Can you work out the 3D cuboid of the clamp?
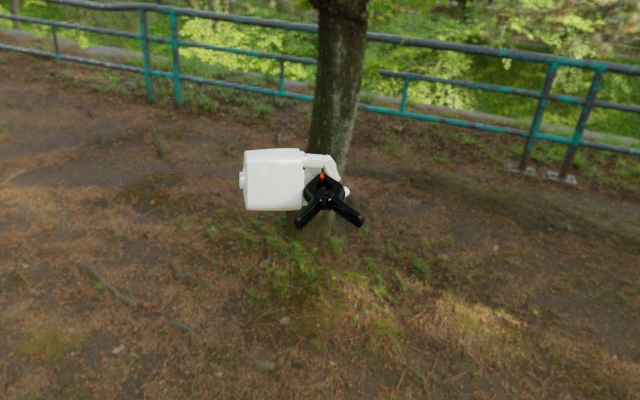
[{"bbox_3d":[0.000,0.002,0.876,0.120,0.039,0.171,-2,29,-14],"label":"clamp"}]
